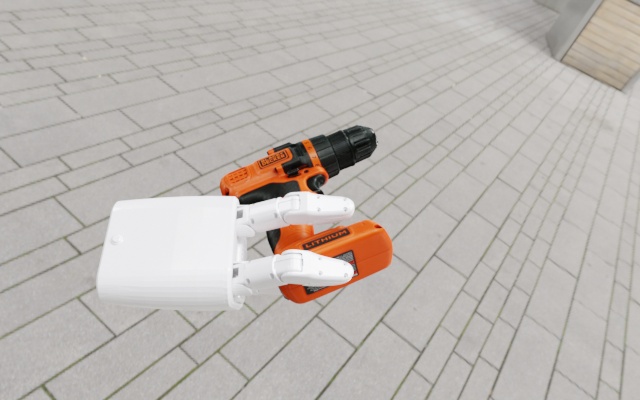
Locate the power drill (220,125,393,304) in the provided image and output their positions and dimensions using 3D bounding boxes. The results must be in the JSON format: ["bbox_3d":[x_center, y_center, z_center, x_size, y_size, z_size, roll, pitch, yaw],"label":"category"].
[{"bbox_3d":[0.000,0.002,0.481,0.184,0.057,0.187,-24,40,-5],"label":"power drill"}]
